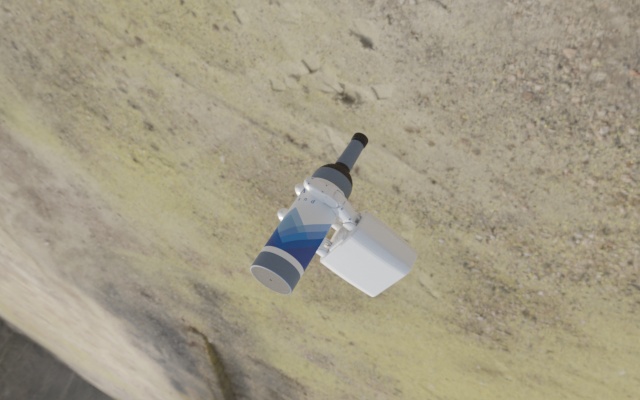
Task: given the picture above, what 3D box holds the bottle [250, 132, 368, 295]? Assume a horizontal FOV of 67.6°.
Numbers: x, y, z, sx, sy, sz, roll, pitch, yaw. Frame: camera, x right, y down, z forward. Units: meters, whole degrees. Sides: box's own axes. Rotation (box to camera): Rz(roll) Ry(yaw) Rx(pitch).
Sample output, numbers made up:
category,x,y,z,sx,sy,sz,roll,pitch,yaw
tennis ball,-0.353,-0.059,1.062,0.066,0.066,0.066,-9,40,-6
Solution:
category,x,y,z,sx,sy,sz,roll,pitch,yaw
bottle,0.000,0.002,0.723,0.069,0.295,0.069,23,-32,16
